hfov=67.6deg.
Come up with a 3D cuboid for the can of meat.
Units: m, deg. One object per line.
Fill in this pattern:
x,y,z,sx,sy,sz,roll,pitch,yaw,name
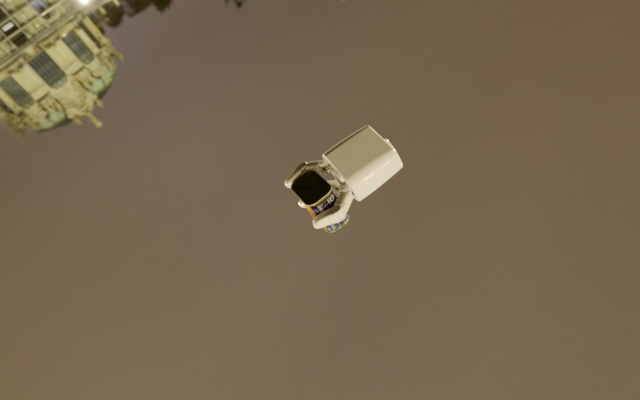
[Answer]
0.000,0.003,0.893,0.057,0.084,0.102,-38,36,-5,can of meat
